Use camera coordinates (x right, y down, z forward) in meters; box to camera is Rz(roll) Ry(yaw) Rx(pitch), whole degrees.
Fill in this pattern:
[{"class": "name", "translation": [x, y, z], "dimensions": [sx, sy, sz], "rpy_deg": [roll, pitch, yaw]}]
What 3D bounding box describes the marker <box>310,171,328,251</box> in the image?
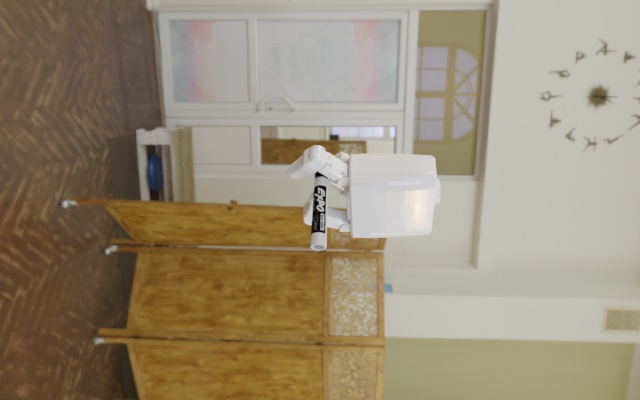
[{"class": "marker", "translation": [0.000, 0.002, 0.576], "dimensions": [0.020, 0.121, 0.020], "rpy_deg": [2, -30, 1]}]
